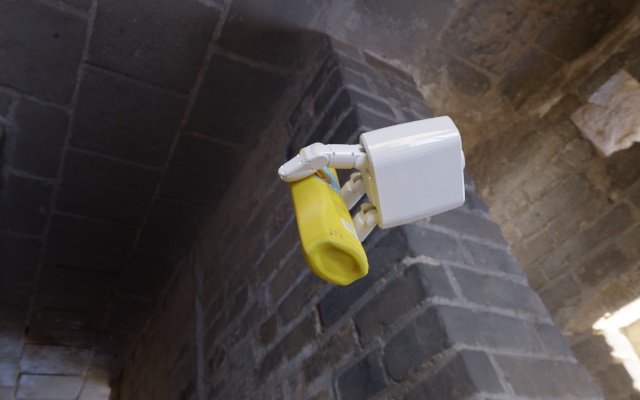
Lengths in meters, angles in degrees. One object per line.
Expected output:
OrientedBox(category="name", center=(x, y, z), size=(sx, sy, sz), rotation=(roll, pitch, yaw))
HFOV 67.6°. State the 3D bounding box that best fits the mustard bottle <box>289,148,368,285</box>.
OrientedBox(category="mustard bottle", center=(0.000, 0.002, 0.575), size=(0.058, 0.191, 0.096), rotation=(-31, -45, 16))
